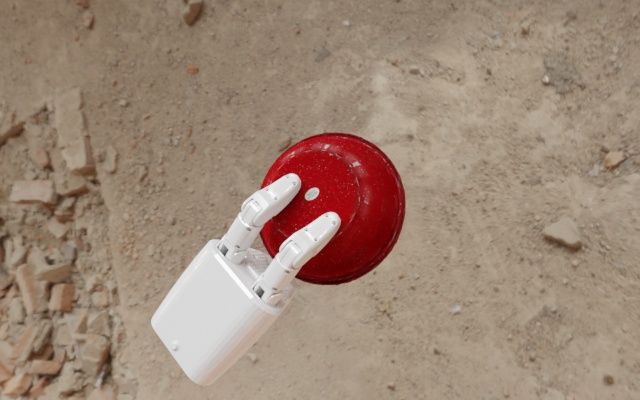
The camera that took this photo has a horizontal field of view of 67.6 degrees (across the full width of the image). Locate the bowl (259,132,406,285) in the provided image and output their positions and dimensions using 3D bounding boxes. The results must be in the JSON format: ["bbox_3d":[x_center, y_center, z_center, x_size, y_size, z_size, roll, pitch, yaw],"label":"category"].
[{"bbox_3d":[0.001,0.000,0.472,0.162,0.162,0.055,0,-11,18],"label":"bowl"}]
